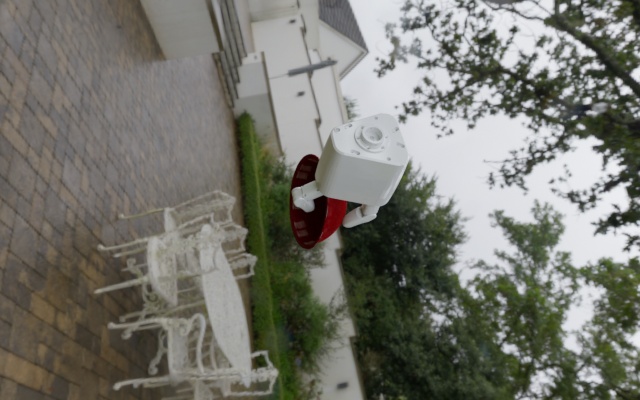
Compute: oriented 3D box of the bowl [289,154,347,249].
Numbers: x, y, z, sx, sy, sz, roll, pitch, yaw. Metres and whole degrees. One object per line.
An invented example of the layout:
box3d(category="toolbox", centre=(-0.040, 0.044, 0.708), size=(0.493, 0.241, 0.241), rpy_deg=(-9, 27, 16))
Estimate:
box3d(category="bowl", centre=(0.000, 0.003, 0.819), size=(0.055, 0.162, 0.162), rpy_deg=(2, -1, -26))
